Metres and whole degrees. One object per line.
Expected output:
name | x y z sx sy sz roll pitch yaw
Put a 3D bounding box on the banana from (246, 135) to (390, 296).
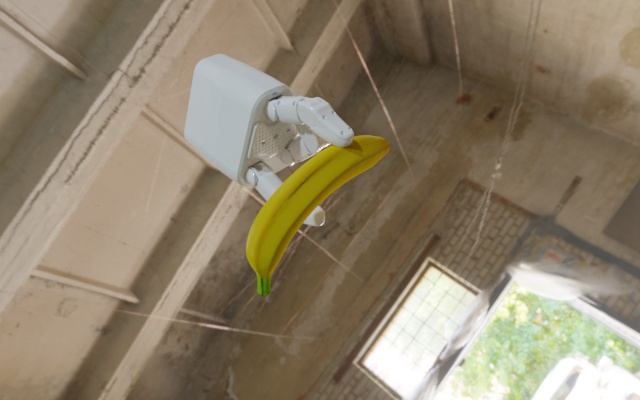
banana | -0.006 -0.005 0.442 0.037 0.197 0.070 34 -17 28
